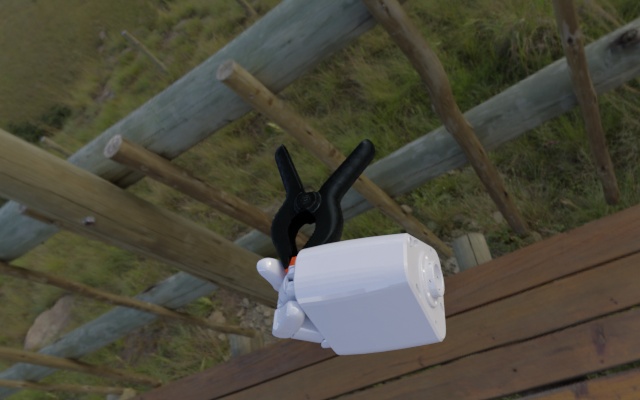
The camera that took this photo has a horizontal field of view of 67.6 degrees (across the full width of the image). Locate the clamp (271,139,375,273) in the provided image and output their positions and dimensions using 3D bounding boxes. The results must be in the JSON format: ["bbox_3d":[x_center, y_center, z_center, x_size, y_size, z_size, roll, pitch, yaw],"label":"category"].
[{"bbox_3d":[0.000,0.002,0.511,0.120,0.171,0.039,-12,-32,24],"label":"clamp"}]
